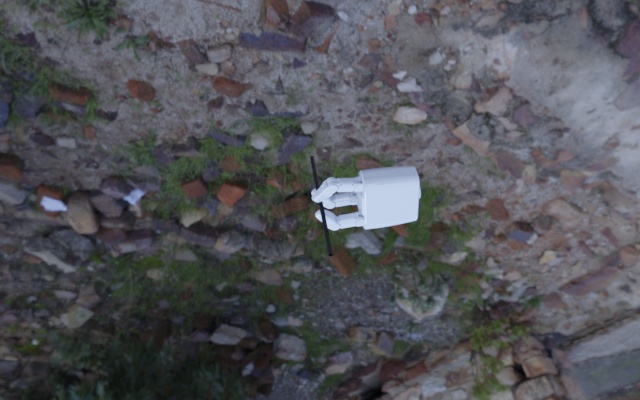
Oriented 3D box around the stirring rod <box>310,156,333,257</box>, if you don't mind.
[{"bbox_3d":[0.000,0.003,0.898,0.011,0.239,0.011,-7,-39,-5],"label":"stirring rod"}]
